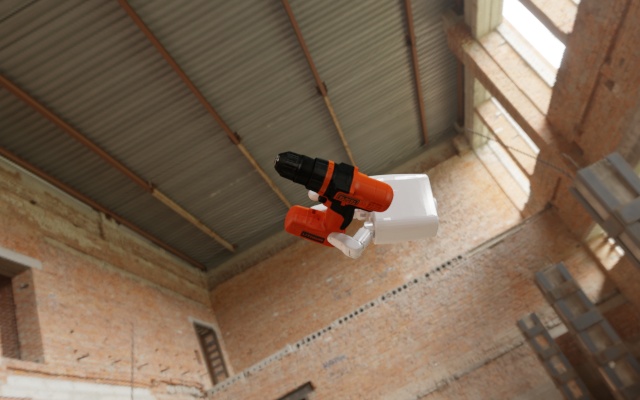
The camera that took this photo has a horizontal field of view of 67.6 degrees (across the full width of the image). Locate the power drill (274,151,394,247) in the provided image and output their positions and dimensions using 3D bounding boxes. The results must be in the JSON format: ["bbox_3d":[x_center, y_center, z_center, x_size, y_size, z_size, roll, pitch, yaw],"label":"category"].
[{"bbox_3d":[0.000,0.003,0.761,0.184,0.057,0.188,20,-30,-8],"label":"power drill"}]
